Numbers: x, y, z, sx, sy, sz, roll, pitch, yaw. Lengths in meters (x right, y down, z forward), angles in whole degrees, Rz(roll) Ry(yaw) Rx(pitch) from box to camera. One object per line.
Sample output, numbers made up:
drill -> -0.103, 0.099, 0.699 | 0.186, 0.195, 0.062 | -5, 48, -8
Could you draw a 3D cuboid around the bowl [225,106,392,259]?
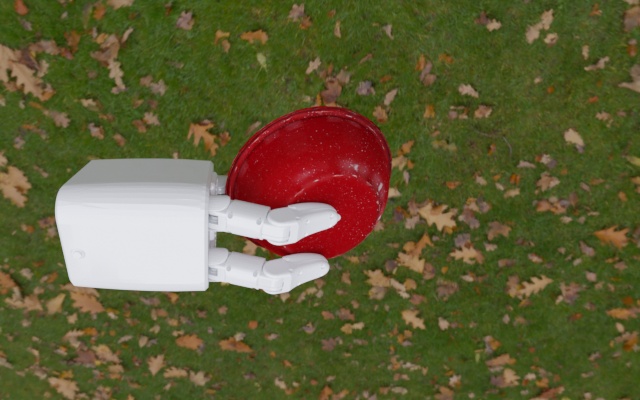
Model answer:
bowl -> 0.001, 0.001, 0.424 | 0.162, 0.162, 0.055 | 0, 35, -23
